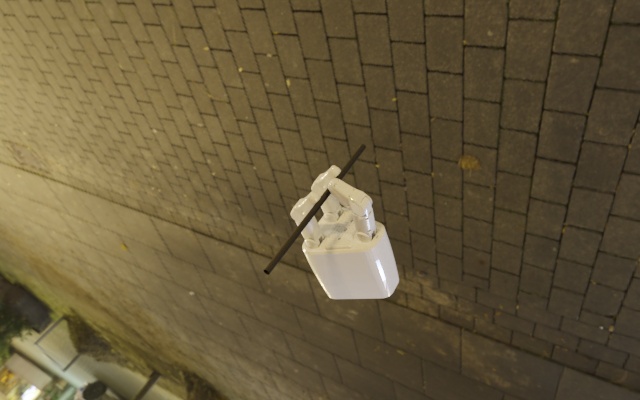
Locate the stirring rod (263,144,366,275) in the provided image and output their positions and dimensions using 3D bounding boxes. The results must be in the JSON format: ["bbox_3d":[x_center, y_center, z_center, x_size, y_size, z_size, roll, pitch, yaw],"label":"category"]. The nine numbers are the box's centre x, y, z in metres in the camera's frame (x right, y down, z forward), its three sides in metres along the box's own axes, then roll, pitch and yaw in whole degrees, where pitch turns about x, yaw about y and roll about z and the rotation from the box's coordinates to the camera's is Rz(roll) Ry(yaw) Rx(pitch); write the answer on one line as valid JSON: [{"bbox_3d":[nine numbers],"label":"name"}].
[{"bbox_3d":[0.000,0.002,0.598,0.011,0.011,0.239,0,40,41],"label":"stirring rod"}]
